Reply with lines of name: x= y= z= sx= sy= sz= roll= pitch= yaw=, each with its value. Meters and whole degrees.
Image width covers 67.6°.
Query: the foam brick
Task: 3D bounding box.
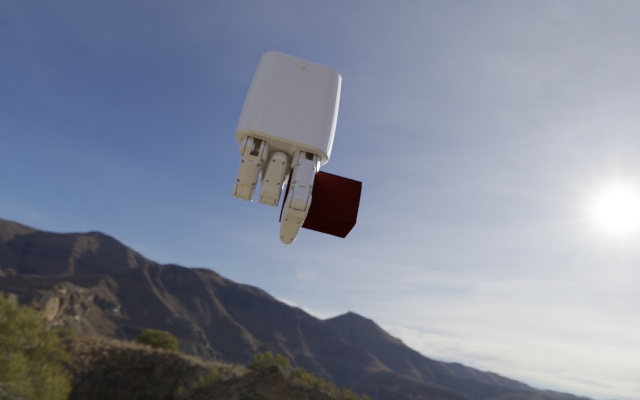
foam brick: x=0.000 y=0.002 z=0.519 sx=0.078 sy=0.051 sz=0.053 roll=15 pitch=-24 yaw=-8
